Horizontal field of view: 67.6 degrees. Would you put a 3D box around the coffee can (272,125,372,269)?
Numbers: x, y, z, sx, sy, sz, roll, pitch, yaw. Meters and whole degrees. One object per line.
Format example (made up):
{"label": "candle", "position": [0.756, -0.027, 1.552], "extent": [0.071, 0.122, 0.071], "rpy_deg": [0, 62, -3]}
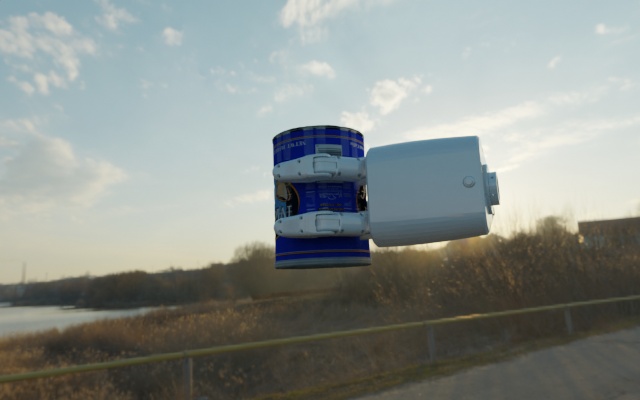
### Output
{"label": "coffee can", "position": [0.000, 0.002, 0.517], "extent": [0.103, 0.140, 0.103], "rpy_deg": [-2, -10, 0]}
